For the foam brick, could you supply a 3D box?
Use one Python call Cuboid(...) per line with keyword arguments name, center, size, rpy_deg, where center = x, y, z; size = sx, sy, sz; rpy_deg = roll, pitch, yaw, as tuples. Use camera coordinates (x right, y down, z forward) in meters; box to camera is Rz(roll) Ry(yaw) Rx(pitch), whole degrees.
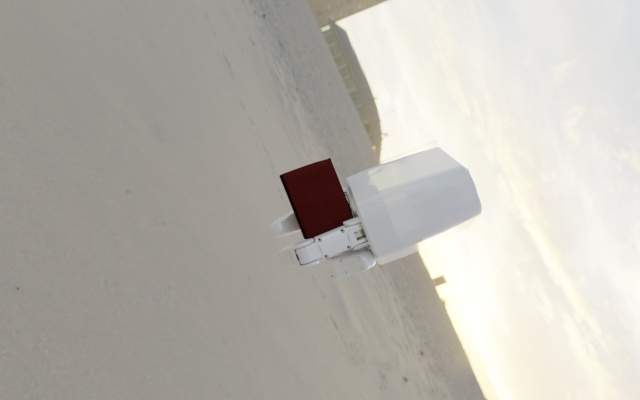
Cuboid(name="foam brick", center=(0.000, 0.001, 0.474), size=(0.051, 0.078, 0.053), rpy_deg=(-21, 3, 5))
